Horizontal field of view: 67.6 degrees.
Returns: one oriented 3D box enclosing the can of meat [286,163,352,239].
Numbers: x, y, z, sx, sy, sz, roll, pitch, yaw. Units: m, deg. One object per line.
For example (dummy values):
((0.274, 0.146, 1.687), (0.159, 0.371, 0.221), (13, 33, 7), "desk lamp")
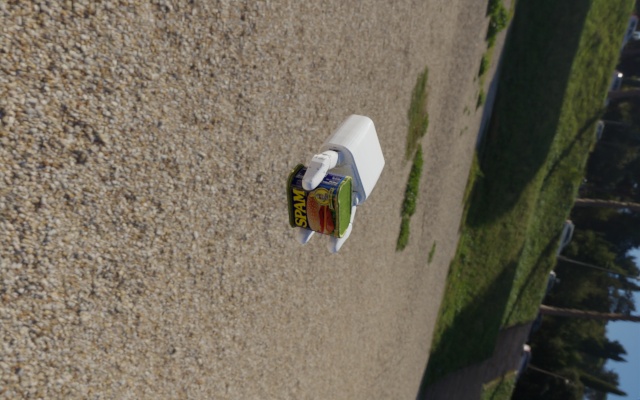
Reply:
((0.000, 0.002, 0.718), (0.084, 0.102, 0.057), (14, 39, 21), "can of meat")
